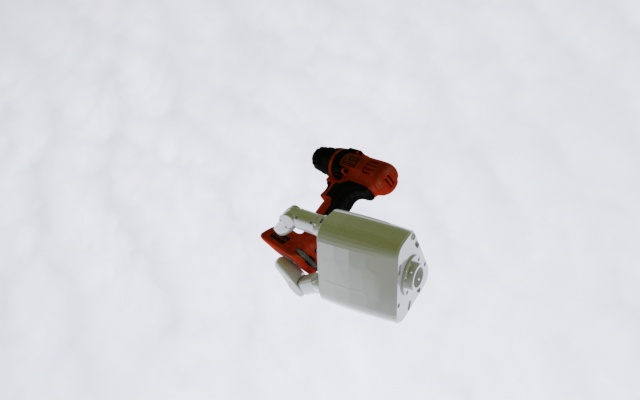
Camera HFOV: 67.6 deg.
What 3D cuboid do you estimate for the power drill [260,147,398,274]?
[{"bbox_3d":[0.000,0.003,0.686,0.057,0.187,0.184,44,-11,-32],"label":"power drill"}]
